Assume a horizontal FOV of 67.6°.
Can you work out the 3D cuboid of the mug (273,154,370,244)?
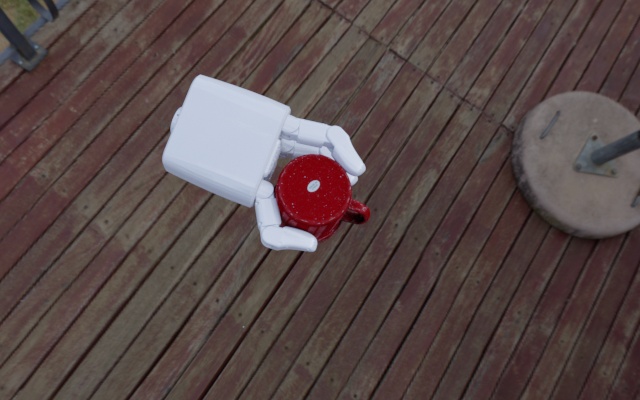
[{"bbox_3d":[0.001,0.002,0.540,0.117,0.093,0.081,20,-17,-2],"label":"mug"}]
